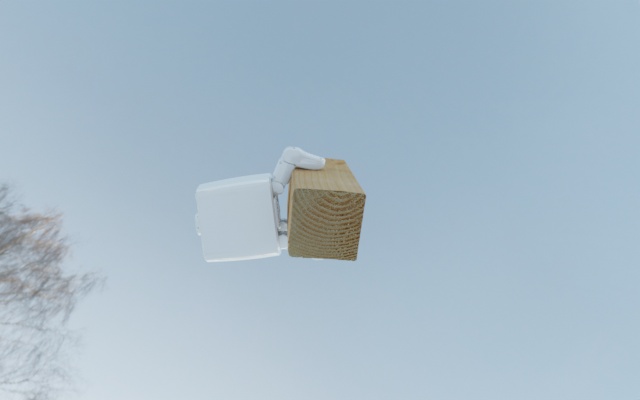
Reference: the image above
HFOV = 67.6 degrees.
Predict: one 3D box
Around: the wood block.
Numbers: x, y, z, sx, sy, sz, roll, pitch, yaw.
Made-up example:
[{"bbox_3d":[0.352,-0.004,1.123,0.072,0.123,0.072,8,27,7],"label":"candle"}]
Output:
[{"bbox_3d":[0.000,0.002,0.679,0.090,0.091,0.206,4,16,-6],"label":"wood block"}]
